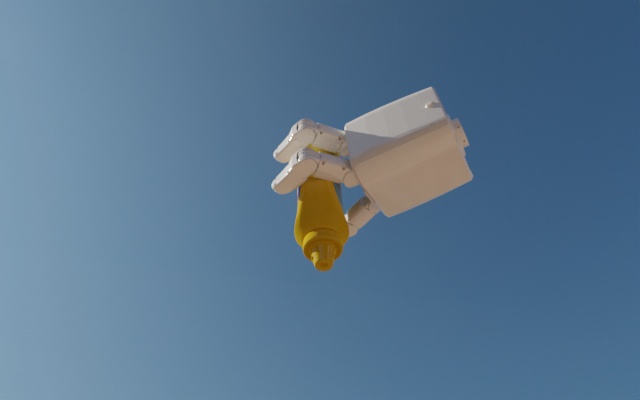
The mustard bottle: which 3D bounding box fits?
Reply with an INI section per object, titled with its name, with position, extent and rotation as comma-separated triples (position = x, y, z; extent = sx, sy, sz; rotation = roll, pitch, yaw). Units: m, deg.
[mustard bottle]
position = 0.000, 0.002, 0.540
extent = 0.058, 0.096, 0.191
rotation = -5, 41, 1
